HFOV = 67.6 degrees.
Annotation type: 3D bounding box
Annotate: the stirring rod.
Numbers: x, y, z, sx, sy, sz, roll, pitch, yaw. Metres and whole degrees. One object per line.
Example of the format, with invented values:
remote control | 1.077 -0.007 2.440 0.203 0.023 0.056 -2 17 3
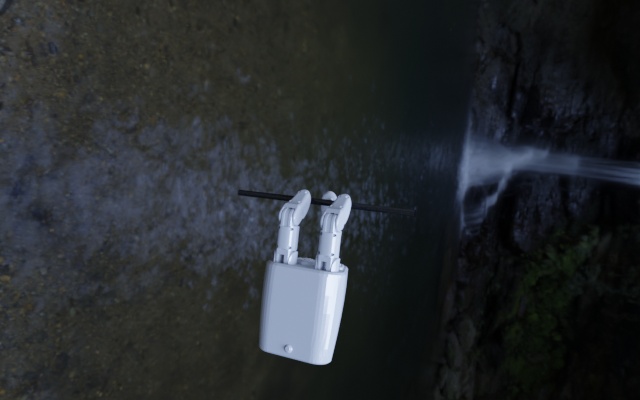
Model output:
stirring rod | 0.000 0.002 0.603 0.239 0.011 0.011 7 2 23
